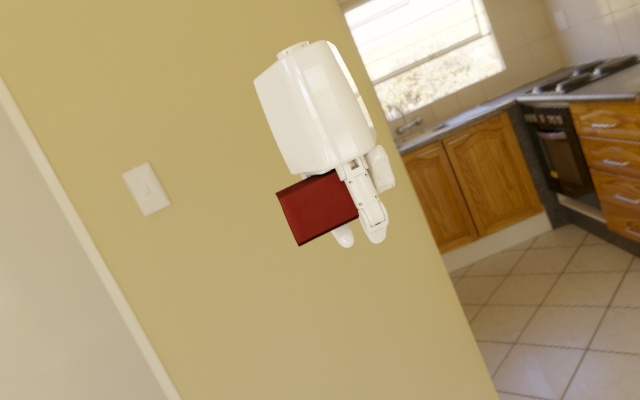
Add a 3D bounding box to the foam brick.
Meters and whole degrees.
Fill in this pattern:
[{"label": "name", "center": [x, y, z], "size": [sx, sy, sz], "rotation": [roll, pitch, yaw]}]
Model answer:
[{"label": "foam brick", "center": [0.000, 0.002, 0.475], "size": [0.078, 0.051, 0.053], "rotation": [-26, 12, -4]}]
